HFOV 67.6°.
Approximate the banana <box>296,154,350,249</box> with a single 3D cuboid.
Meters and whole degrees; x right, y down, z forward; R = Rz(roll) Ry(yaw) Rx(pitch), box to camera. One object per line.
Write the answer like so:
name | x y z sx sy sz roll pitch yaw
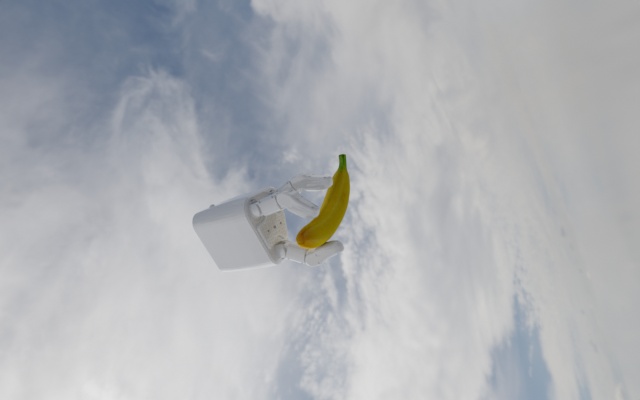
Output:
banana | 0.008 0.014 0.698 0.037 0.070 0.197 -8 36 27
